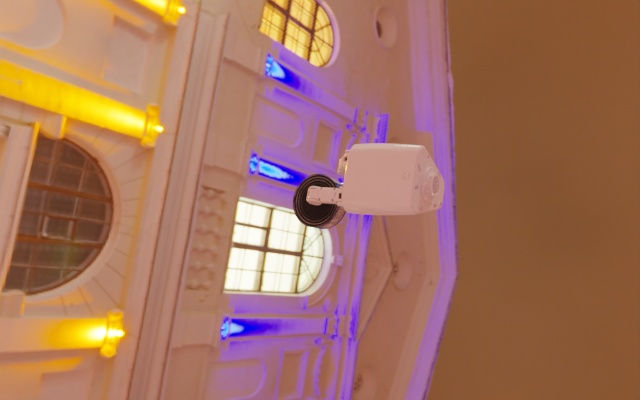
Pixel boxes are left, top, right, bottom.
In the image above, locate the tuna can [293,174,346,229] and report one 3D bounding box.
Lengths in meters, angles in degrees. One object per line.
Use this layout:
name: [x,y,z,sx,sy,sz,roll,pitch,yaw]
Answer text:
tuna can: [0.000,0.003,0.762,0.086,0.086,0.034,0,-10,32]
